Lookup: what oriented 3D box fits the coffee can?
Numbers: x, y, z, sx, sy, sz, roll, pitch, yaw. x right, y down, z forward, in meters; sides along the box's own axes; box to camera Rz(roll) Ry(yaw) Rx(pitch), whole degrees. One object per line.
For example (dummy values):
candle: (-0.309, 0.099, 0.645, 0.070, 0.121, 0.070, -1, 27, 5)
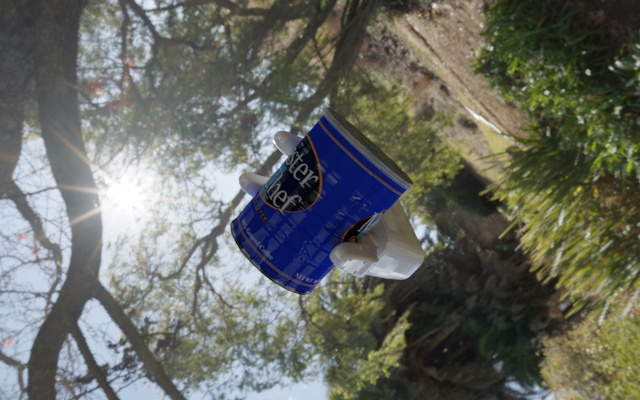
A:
coffee can: (0.000, 0.001, 0.441, 0.103, 0.140, 0.102, 39, 13, -11)
